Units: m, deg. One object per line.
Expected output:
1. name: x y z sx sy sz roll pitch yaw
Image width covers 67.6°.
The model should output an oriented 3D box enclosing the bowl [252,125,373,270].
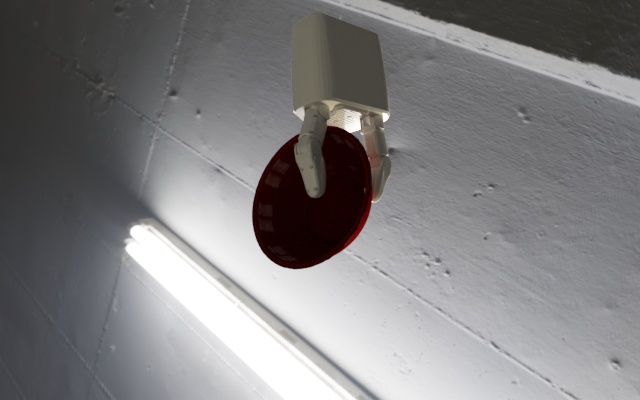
1. bowl: 0.000 0.003 0.529 0.162 0.162 0.055 0 -18 39
